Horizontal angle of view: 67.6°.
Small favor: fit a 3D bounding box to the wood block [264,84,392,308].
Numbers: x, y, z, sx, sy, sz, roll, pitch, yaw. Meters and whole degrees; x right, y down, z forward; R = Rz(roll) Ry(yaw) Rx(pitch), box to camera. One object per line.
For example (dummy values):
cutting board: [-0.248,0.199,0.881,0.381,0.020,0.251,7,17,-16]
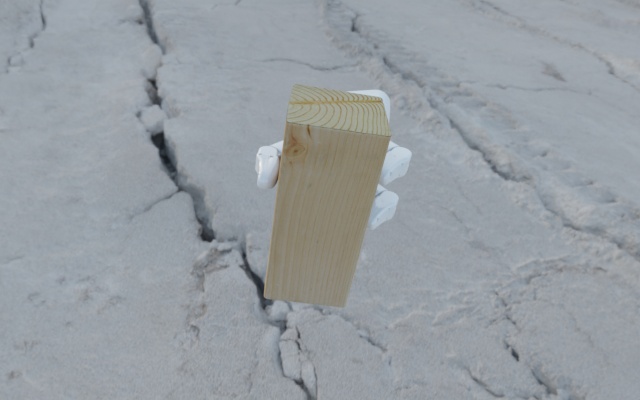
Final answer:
wood block: [0.000,0.001,0.485,0.091,0.206,0.090,8,34,-4]
